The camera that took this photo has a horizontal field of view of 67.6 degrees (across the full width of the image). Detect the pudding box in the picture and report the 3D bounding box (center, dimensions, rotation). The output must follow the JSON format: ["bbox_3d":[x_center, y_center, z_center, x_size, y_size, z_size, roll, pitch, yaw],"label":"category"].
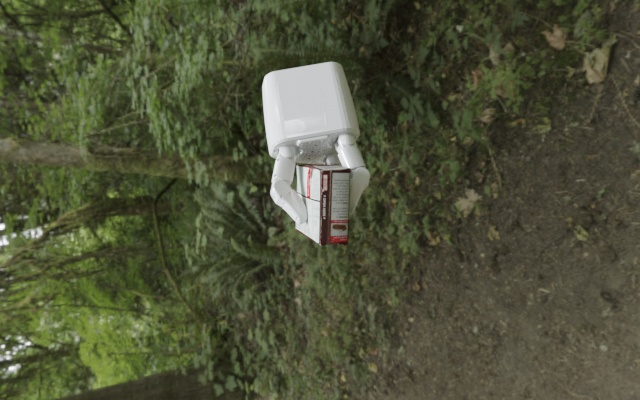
[{"bbox_3d":[0.000,0.002,0.586,0.039,0.090,0.113,-1,7,-16],"label":"pudding box"}]
